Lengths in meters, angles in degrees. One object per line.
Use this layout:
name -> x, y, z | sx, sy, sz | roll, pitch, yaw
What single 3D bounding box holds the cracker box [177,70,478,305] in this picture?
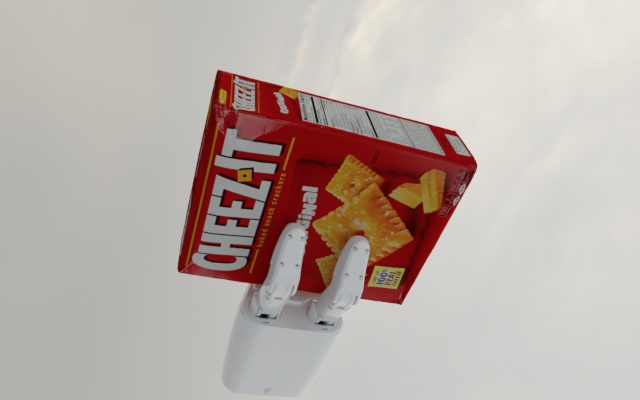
cracker box -> 0.000, 0.001, 0.411 | 0.214, 0.164, 0.072 | 11, 33, -16
